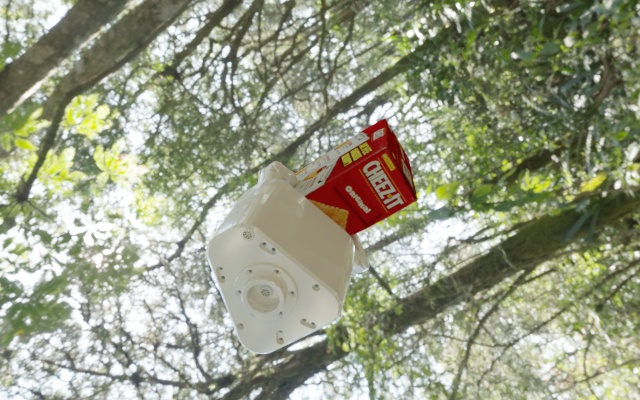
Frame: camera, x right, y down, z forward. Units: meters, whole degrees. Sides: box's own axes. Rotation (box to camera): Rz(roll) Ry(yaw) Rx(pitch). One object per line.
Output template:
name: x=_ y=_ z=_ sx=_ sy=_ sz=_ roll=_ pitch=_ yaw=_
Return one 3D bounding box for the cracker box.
cracker box: x=0.000 y=0.002 z=0.551 sx=0.214 sy=0.072 sz=0.164 roll=-30 pitch=14 yaw=16
